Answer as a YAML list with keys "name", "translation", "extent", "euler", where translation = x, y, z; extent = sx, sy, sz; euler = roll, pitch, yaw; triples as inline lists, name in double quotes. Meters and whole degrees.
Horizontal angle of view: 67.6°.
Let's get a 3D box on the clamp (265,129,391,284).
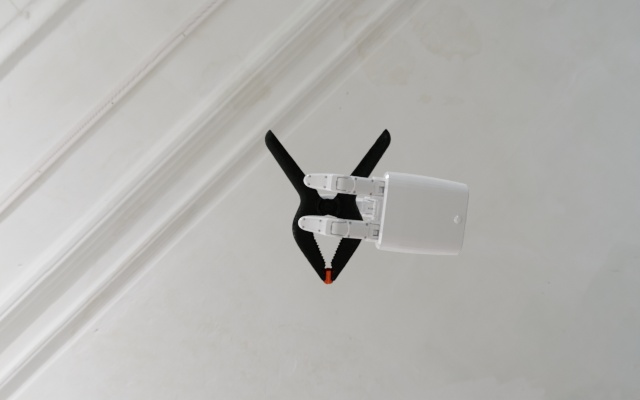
- name: "clamp"
  translation: [0.000, 0.003, 0.630]
  extent: [0.164, 0.210, 0.036]
  euler: [7, 2, 2]
